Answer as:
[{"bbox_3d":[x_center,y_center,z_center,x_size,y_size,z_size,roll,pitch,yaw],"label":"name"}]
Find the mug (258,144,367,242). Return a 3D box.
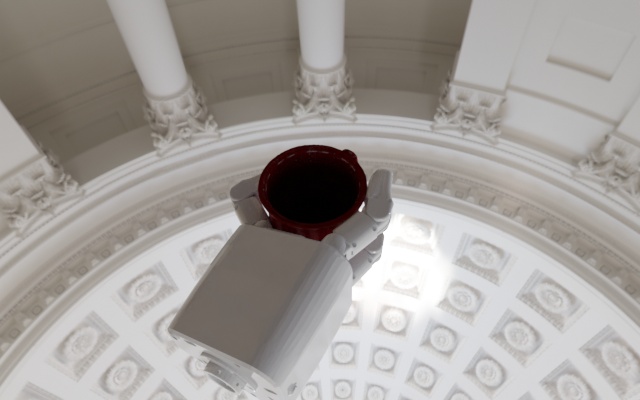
[{"bbox_3d":[0.001,0.001,0.445,0.093,0.117,0.082,24,-33,18],"label":"mug"}]
